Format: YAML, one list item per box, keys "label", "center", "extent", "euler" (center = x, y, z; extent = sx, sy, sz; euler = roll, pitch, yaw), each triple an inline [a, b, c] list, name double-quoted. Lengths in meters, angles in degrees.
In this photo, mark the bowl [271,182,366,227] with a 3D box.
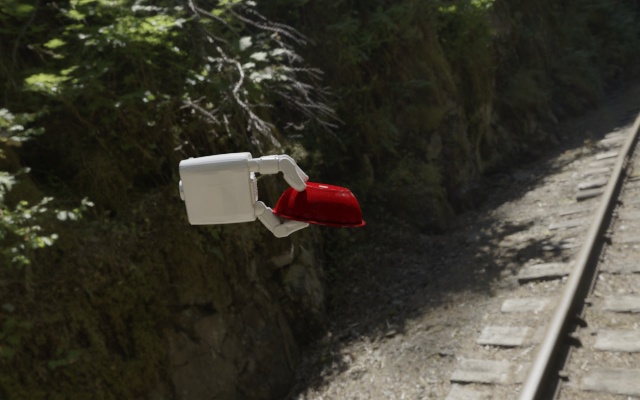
- label: "bowl"
  center: [0.001, 0.002, 0.803]
  extent: [0.162, 0.055, 0.162]
  euler: [8, 6, -1]
